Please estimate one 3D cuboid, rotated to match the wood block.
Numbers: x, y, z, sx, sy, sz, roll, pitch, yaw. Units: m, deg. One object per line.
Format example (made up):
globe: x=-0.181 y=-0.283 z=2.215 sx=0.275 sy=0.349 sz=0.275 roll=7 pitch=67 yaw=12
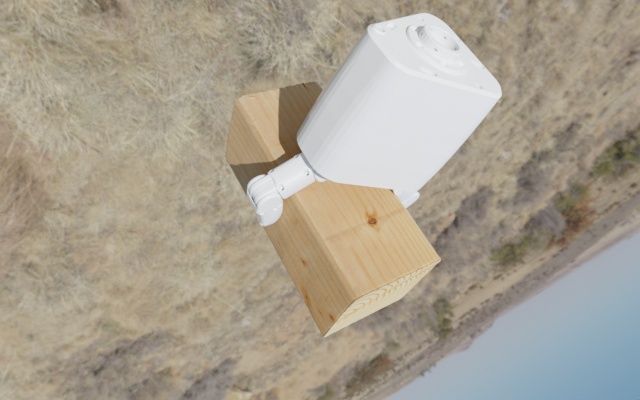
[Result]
wood block: x=0.000 y=0.001 z=0.435 sx=0.091 sy=0.206 sz=0.090 roll=-19 pitch=-25 yaw=-28
